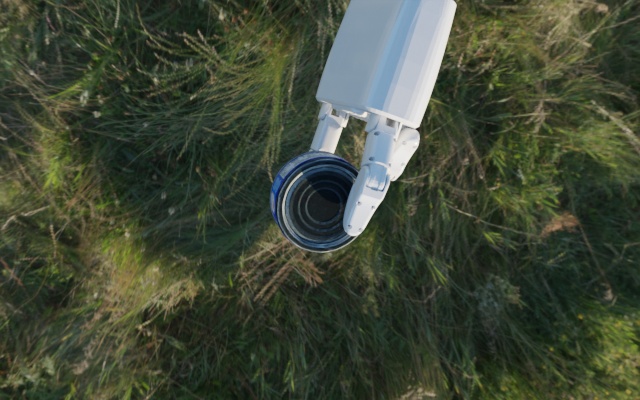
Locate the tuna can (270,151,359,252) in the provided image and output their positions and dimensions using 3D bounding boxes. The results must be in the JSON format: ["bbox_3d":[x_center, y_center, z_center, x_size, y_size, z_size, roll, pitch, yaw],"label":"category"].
[{"bbox_3d":[0.000,0.002,0.417,0.086,0.086,0.033,0,15,-14],"label":"tuna can"}]
